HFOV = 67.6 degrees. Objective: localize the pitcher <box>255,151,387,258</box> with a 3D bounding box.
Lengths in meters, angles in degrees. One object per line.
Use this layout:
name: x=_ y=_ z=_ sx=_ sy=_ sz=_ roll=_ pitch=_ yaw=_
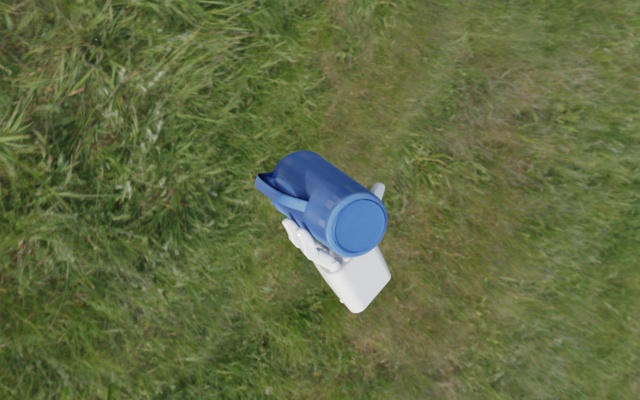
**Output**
pitcher: x=0.000 y=0.003 z=0.821 sx=0.149 sy=0.145 sz=0.242 roll=-34 pitch=29 yaw=-11
